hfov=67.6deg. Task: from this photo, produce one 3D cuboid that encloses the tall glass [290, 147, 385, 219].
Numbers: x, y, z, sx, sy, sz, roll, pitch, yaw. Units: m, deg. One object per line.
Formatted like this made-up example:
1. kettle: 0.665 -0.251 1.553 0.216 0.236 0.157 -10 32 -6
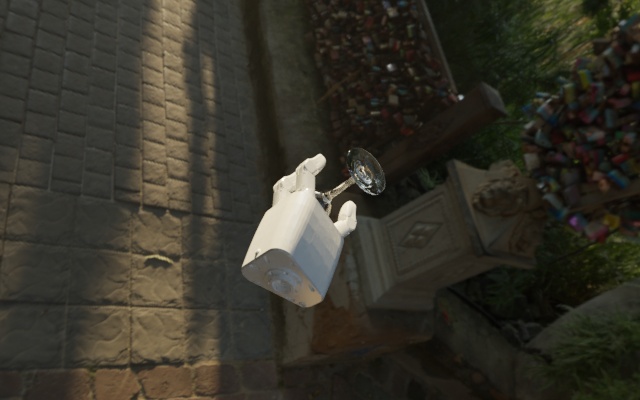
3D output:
1. tall glass: 0.001 0.002 0.723 0.079 0.079 0.201 0 -26 -46
